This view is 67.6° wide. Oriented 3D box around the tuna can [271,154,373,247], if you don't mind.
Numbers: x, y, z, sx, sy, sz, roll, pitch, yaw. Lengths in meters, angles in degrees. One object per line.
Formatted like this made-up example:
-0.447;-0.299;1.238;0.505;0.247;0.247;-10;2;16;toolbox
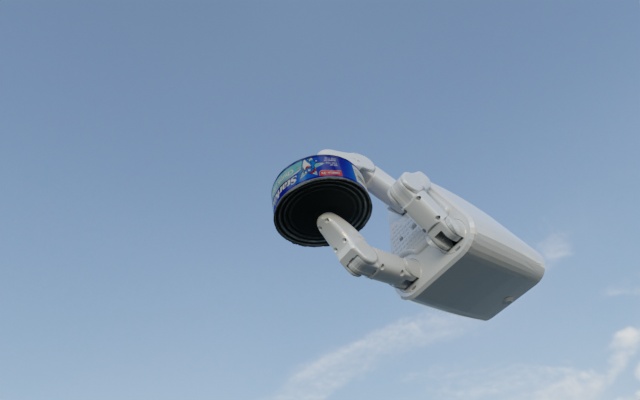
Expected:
0.000;0.001;0.419;0.086;0.033;0.086;-7;-44;-6;tuna can
